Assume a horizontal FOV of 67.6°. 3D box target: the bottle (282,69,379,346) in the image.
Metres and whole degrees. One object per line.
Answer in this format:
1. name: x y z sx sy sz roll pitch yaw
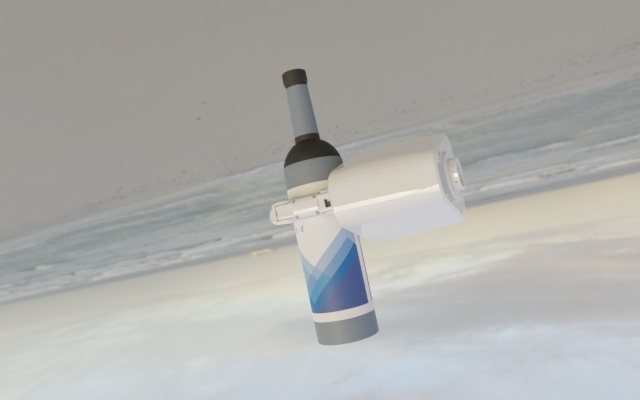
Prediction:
1. bottle: 0.000 0.002 0.521 0.069 0.295 0.069 -12 -4 -1
